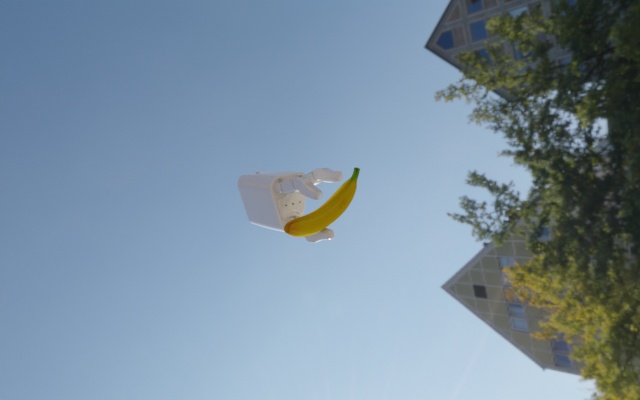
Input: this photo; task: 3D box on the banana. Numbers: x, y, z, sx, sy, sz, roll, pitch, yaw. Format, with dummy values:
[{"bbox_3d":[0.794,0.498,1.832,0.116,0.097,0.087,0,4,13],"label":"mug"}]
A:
[{"bbox_3d":[0.006,0.016,0.845,0.037,0.070,0.197,17,45,37],"label":"banana"}]
